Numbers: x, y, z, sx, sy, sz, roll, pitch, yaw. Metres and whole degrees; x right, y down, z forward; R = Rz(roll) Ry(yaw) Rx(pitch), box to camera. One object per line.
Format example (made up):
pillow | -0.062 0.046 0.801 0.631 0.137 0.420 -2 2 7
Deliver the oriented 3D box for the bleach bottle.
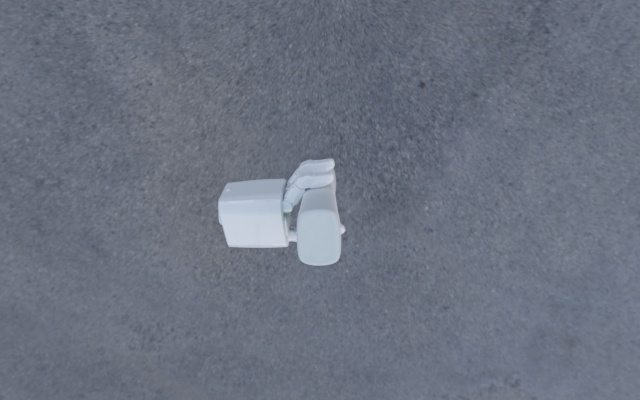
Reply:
bleach bottle | 0.000 0.003 0.831 0.068 0.103 0.250 -1 26 2
